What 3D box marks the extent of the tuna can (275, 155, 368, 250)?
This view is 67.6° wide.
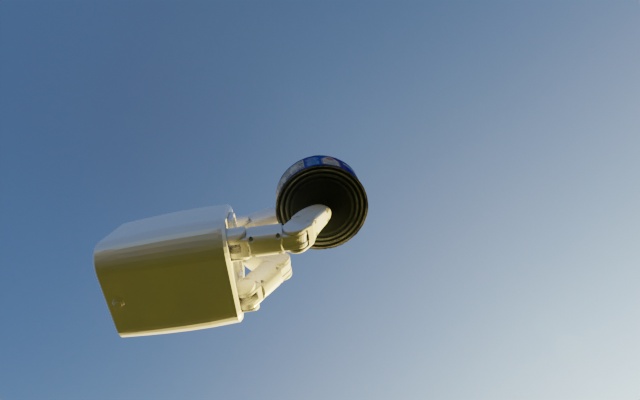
[{"bbox_3d":[0.000,0.001,0.453,0.086,0.086,0.033,0,24,-6],"label":"tuna can"}]
